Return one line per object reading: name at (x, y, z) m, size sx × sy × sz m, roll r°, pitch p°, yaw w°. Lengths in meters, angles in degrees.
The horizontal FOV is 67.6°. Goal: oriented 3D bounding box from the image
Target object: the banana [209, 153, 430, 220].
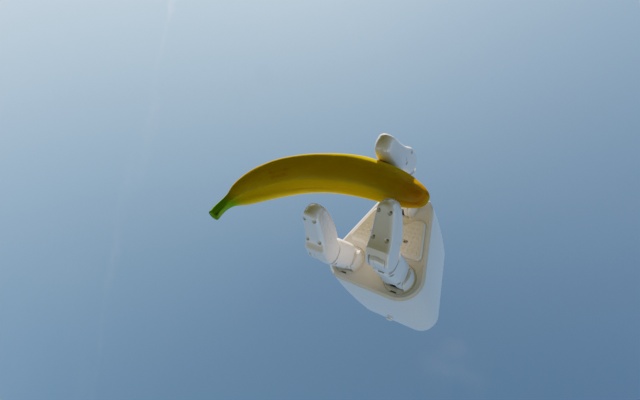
banana at (-0.001, -0.014, 0.432) m, size 0.198 × 0.069 × 0.037 m, roll -5°, pitch -35°, yaw 19°
